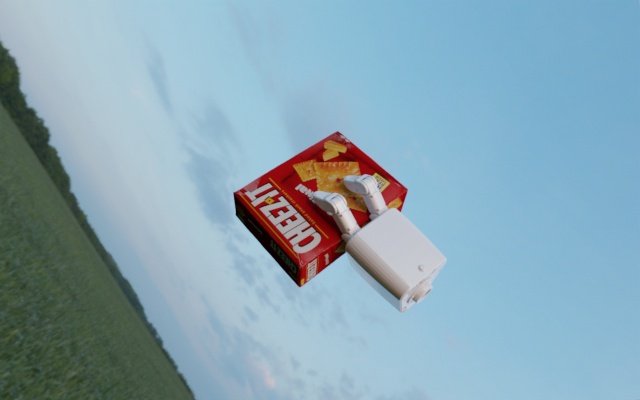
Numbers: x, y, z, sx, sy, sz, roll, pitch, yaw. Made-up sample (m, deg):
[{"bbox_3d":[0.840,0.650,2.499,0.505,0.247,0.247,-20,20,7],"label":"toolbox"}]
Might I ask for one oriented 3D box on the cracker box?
[{"bbox_3d":[0.000,0.002,0.734,0.213,0.164,0.072,-33,-28,-25],"label":"cracker box"}]
